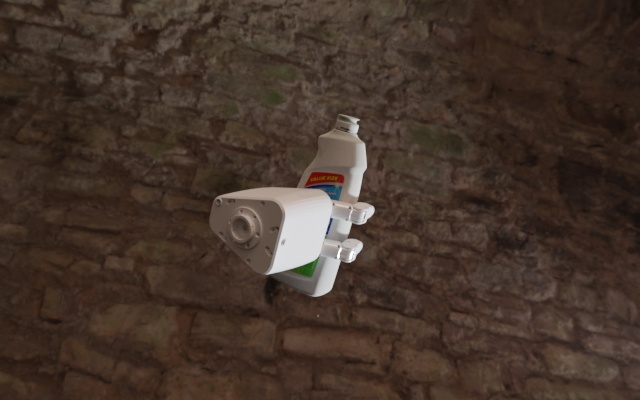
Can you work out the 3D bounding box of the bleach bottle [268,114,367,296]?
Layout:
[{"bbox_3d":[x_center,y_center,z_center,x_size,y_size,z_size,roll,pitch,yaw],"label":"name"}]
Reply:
[{"bbox_3d":[0.000,0.002,0.676,0.102,0.251,0.068,22,15,26],"label":"bleach bottle"}]
